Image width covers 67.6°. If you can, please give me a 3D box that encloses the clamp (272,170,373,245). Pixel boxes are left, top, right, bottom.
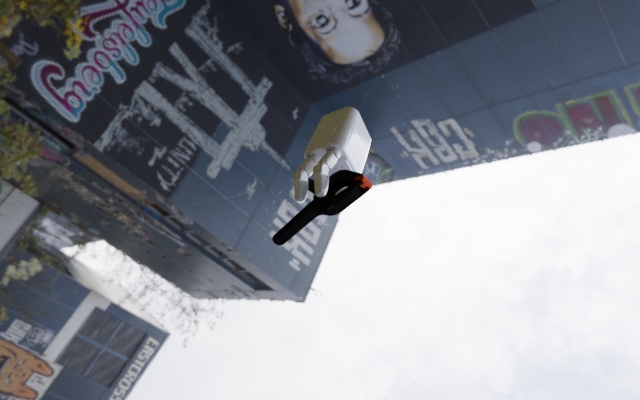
[{"bbox_3d":[0.001,0.003,0.869,0.210,0.164,0.036,-13,-45,44],"label":"clamp"}]
